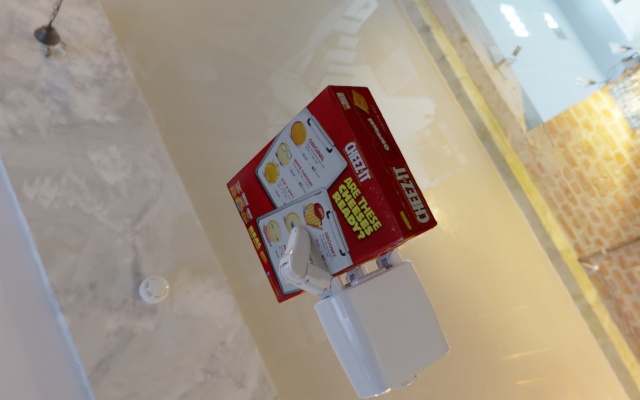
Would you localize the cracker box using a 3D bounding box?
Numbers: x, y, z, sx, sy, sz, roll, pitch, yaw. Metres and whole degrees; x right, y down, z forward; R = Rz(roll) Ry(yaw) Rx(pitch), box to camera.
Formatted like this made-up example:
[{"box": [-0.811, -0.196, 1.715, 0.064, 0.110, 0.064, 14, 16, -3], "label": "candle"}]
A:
[{"box": [0.000, 0.002, 0.529, 0.072, 0.164, 0.214, -15, -15, -45], "label": "cracker box"}]
